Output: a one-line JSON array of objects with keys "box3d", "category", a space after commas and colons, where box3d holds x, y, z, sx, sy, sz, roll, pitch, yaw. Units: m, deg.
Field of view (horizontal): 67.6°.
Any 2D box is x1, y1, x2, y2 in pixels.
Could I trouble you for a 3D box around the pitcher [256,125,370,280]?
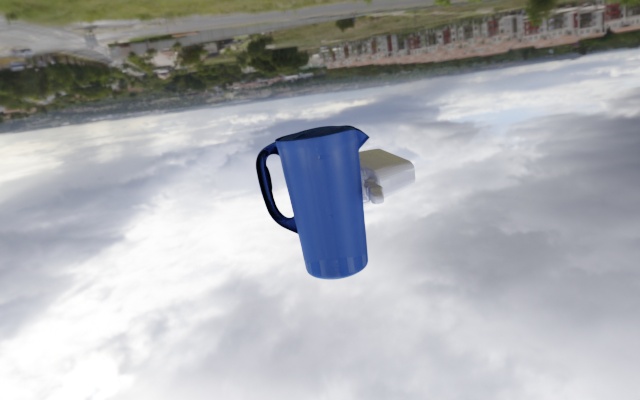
[{"box3d": [0.000, 0.003, 0.789, 0.145, 0.243, 0.149, -21, 18, -40], "category": "pitcher"}]
